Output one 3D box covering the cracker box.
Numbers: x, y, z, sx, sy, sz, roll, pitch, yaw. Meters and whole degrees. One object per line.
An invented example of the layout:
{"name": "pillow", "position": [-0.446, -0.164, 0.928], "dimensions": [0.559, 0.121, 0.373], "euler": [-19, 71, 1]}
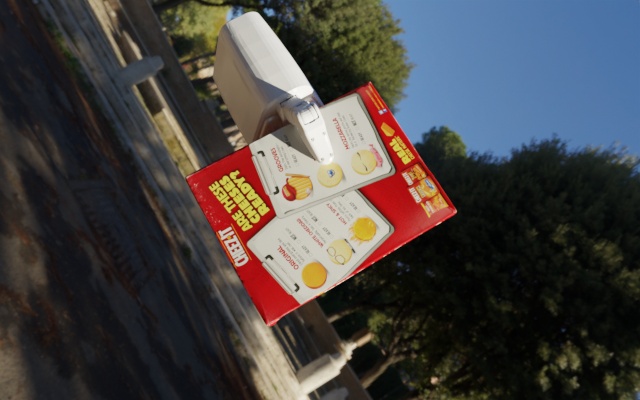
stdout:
{"name": "cracker box", "position": [0.000, 0.001, 0.490], "dimensions": [0.213, 0.164, 0.072], "euler": [-30, -11, -9]}
